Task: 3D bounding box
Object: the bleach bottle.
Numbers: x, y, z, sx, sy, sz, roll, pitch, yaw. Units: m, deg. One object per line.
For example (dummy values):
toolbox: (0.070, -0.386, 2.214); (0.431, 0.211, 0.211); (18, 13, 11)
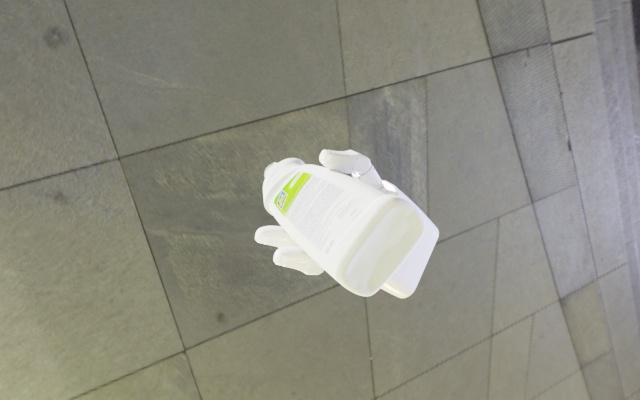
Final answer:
bleach bottle: (0.000, 0.002, 0.537); (0.068, 0.102, 0.250); (37, 1, -36)
